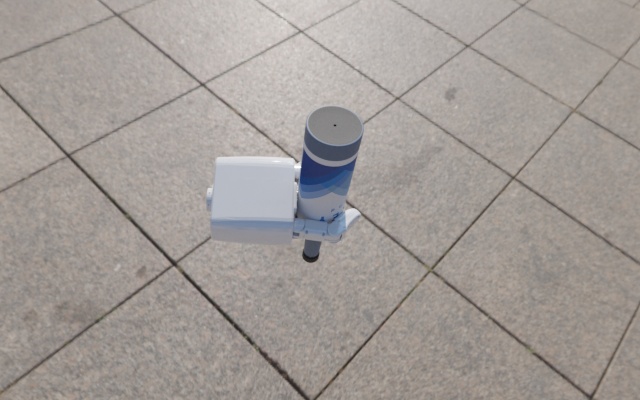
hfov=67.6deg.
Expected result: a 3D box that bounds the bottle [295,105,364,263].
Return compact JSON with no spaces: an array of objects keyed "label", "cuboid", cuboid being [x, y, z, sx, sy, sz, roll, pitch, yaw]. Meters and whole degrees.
[{"label":"bottle","cuboid":[0.000,0.002,0.655,0.069,0.069,0.296,0,-36,-8]}]
